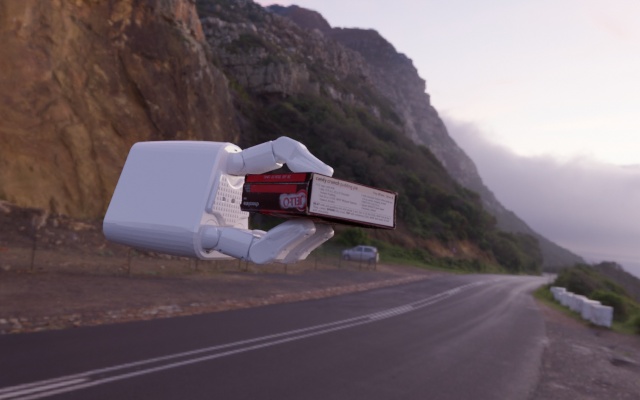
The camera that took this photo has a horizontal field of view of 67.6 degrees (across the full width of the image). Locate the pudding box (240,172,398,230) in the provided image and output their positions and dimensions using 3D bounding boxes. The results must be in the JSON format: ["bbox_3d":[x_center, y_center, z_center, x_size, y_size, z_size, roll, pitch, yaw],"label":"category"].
[{"bbox_3d":[0.000,0.001,0.425,0.113,0.039,0.090,9,-4,-43],"label":"pudding box"}]
